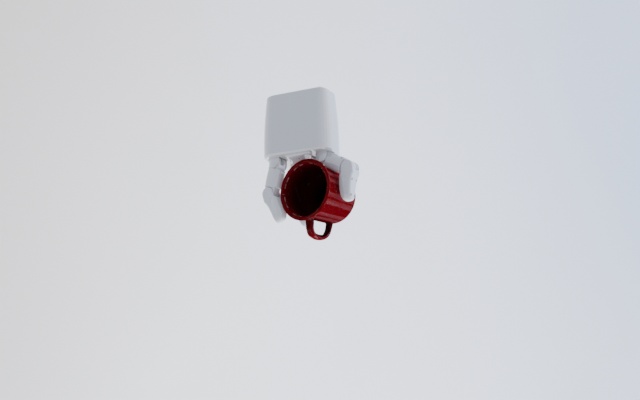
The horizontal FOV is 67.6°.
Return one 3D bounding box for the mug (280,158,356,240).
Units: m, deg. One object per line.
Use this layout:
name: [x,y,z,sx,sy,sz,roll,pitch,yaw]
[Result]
mug: [0.000,0.004,0.726,0.093,0.117,0.081,-11,-17,35]
